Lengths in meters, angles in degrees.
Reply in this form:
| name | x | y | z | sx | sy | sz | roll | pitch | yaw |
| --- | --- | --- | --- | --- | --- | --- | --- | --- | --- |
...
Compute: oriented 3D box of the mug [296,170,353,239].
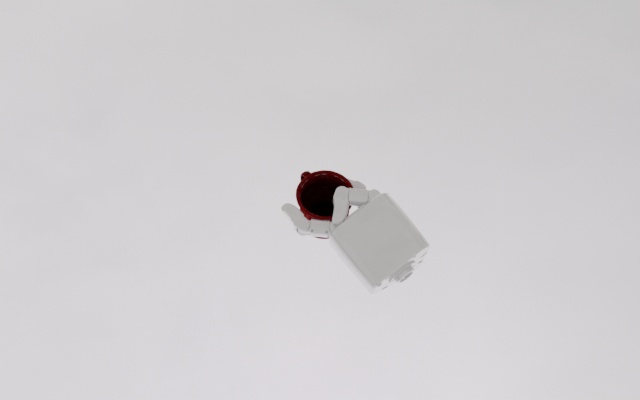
| name | x | y | z | sx | sy | sz | roll | pitch | yaw |
| --- | --- | --- | --- | --- | --- | --- | --- | --- | --- |
| mug | -0.001 | 0.002 | 0.789 | 0.093 | 0.117 | 0.082 | -29 | -27 | -18 |
